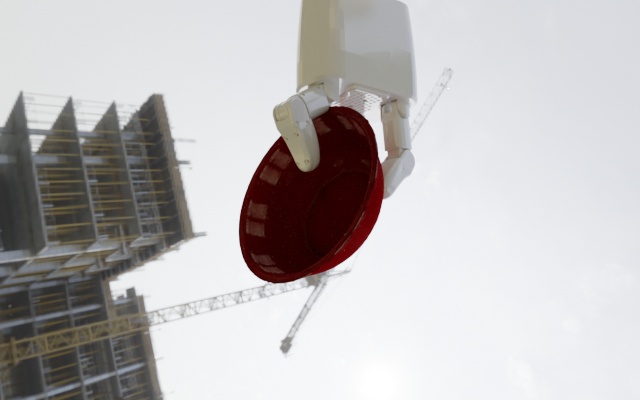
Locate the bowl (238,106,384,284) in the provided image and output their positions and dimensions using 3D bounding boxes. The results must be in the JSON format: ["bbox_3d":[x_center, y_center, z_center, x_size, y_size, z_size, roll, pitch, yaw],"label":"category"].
[{"bbox_3d":[0.000,0.003,0.417,0.162,0.162,0.055,0,-23,47],"label":"bowl"}]
